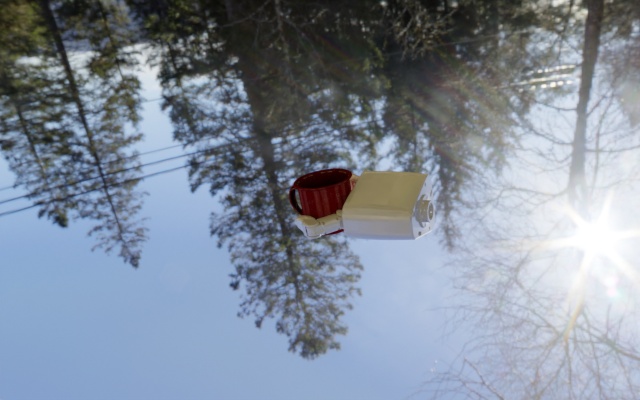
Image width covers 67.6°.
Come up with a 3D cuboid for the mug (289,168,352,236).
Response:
[{"bbox_3d":[-0.001,0.003,0.757,0.117,0.081,0.093,2,24,31],"label":"mug"}]
